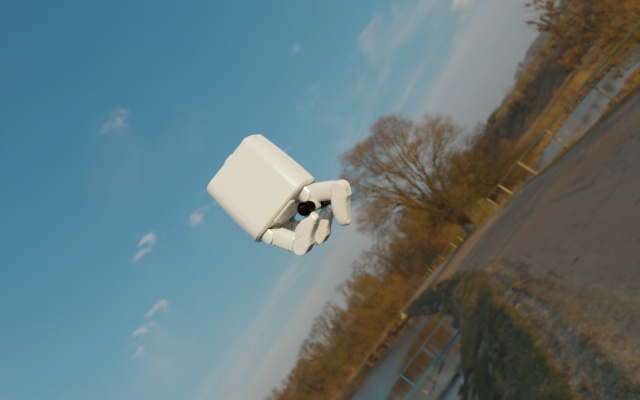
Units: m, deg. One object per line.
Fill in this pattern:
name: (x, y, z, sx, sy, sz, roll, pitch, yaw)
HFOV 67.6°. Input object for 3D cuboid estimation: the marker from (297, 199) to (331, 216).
marker: (0.000, 0.002, 0.658, 0.020, 0.020, 0.121, 0, 10, 24)
